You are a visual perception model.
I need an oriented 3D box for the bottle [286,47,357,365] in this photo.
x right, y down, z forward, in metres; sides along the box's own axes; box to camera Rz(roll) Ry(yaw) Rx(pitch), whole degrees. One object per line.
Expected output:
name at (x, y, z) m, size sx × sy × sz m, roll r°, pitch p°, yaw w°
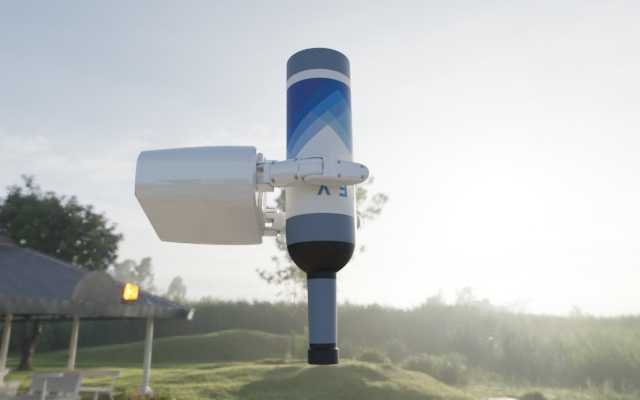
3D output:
bottle at (0.000, 0.001, 0.457) m, size 0.069 × 0.295 × 0.069 m, roll -1°, pitch -15°, yaw 0°
